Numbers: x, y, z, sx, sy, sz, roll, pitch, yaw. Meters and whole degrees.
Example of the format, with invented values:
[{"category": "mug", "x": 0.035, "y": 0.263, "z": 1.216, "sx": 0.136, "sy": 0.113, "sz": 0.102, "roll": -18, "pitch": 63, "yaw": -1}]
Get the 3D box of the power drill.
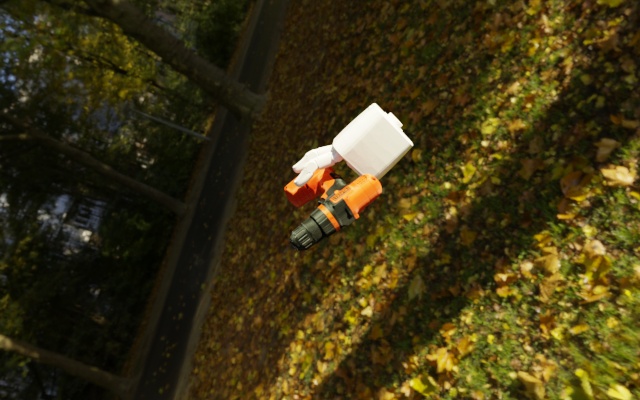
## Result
[{"category": "power drill", "x": 0.000, "y": 0.003, "z": 0.872, "sx": 0.184, "sy": 0.057, "sz": 0.187, "roll": -36, "pitch": 29, "yaw": -9}]
